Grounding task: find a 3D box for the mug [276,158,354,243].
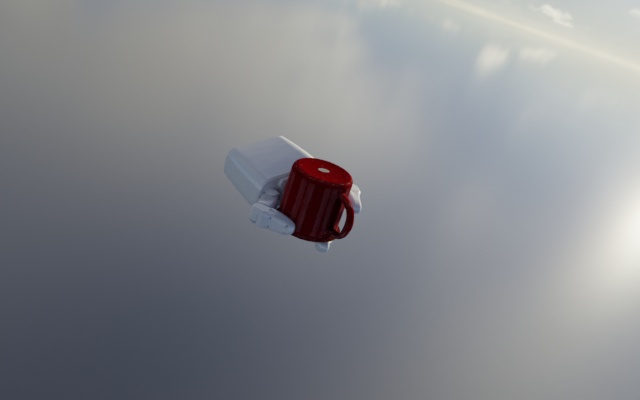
[{"bbox_3d":[0.001,0.003,0.617,0.093,0.081,0.117,-5,34,-41],"label":"mug"}]
